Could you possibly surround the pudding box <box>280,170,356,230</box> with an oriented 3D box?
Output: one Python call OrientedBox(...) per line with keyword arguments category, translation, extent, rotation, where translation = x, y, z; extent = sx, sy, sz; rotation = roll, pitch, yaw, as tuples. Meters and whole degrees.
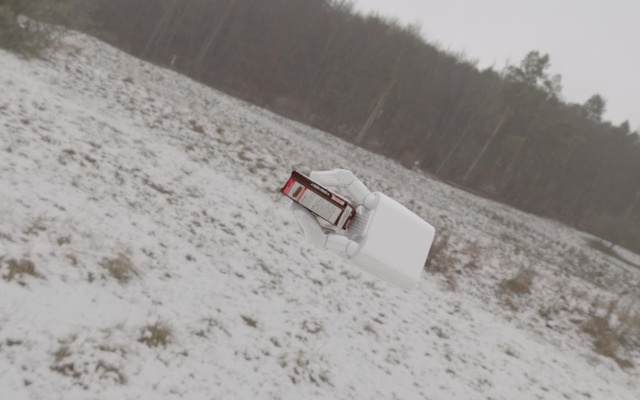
OrientedBox(category="pudding box", translation=(0.000, 0.002, 0.663), extent=(0.090, 0.039, 0.113), rotation=(31, -3, 11))
